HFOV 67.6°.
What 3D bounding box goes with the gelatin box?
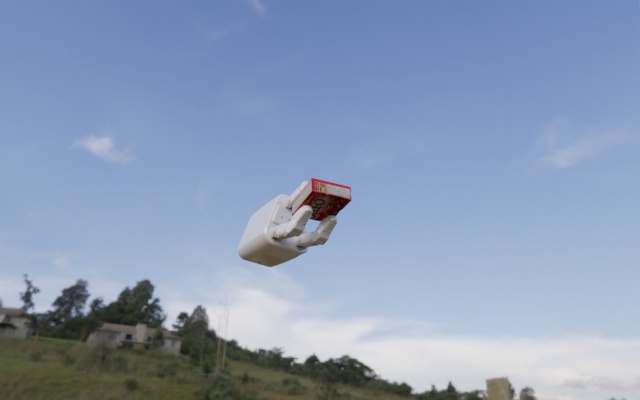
[{"bbox_3d":[0.000,0.002,0.809,0.073,0.030,0.089,13,-35,-23],"label":"gelatin box"}]
